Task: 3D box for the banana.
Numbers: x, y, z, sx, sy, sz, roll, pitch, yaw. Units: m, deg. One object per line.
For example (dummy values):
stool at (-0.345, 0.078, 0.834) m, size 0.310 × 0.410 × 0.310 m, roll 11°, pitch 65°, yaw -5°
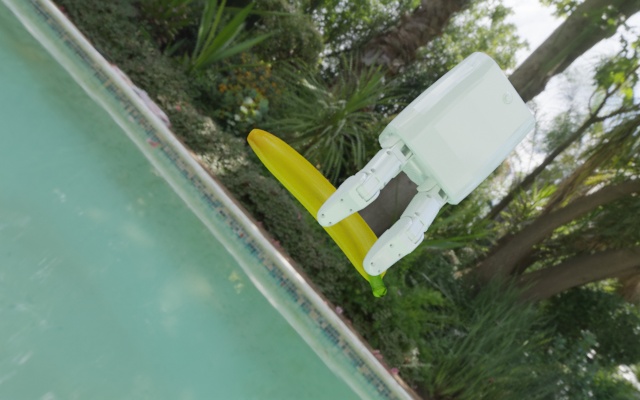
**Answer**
banana at (0.005, 0.005, 0.469) m, size 0.037 × 0.198 × 0.069 m, roll -42°, pitch -9°, yaw 4°
